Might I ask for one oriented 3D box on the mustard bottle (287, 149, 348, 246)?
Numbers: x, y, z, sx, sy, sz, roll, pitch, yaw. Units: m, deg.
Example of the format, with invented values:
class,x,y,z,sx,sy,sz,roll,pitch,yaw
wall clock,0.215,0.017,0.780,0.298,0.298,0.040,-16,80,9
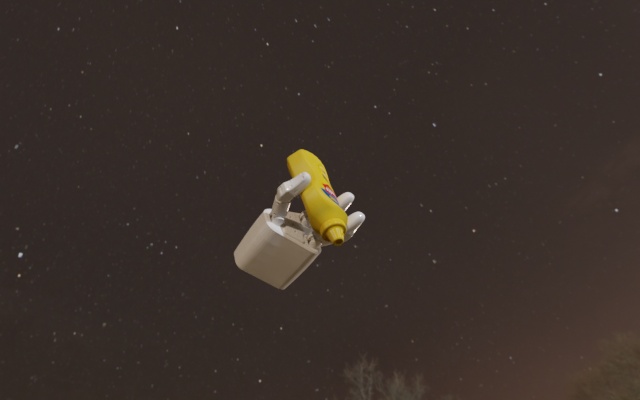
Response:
class,x,y,z,sx,sy,sz,roll,pitch,yaw
mustard bottle,0.000,0.002,0.787,0.058,0.191,0.096,-31,-47,7
